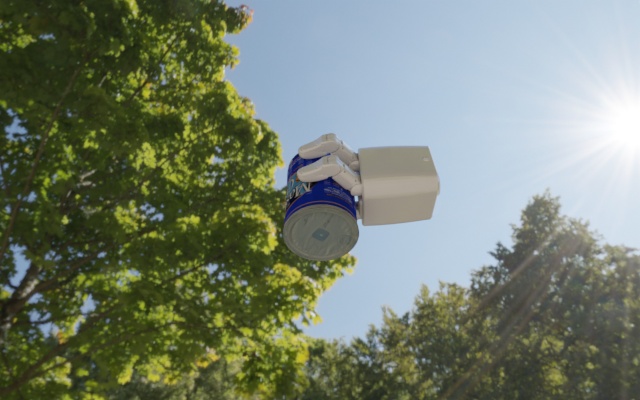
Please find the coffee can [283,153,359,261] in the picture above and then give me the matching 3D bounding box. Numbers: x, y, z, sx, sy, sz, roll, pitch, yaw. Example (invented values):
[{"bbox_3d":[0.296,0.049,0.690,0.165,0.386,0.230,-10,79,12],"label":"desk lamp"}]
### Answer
[{"bbox_3d":[0.000,0.002,0.694,0.103,0.103,0.140,0,41,-1],"label":"coffee can"}]
